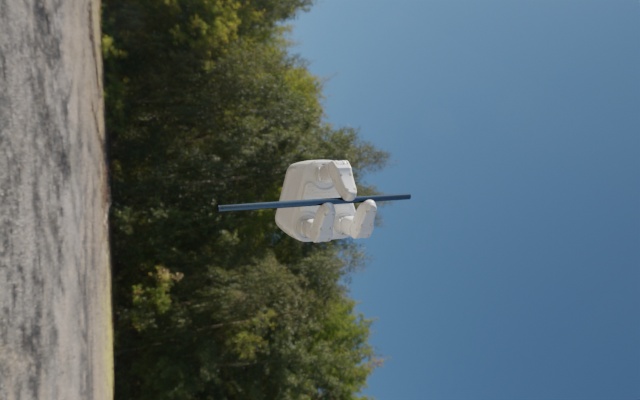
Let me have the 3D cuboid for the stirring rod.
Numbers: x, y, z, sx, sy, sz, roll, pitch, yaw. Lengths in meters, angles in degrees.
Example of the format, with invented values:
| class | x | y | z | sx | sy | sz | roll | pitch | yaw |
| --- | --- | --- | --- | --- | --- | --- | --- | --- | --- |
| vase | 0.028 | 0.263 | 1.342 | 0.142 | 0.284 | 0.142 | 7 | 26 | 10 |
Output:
| class | x | y | z | sx | sy | sz | roll | pitch | yaw |
| --- | --- | --- | --- | --- | --- | --- | --- | --- | --- |
| stirring rod | 0.000 | 0.002 | 0.567 | 0.239 | 0.011 | 0.011 | -4 | 1 | -20 |
